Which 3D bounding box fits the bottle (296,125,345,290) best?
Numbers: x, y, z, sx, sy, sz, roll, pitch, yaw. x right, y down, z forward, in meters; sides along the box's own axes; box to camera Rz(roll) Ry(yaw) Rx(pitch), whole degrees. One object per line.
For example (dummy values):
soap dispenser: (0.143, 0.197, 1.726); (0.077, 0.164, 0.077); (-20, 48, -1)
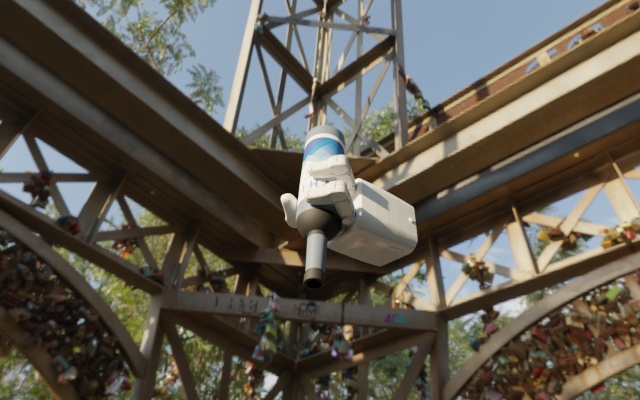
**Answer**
bottle: (0.000, 0.002, 0.708); (0.069, 0.295, 0.069); (2, -45, 2)
